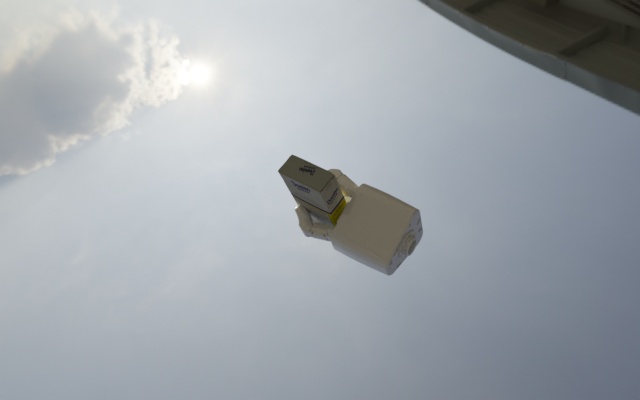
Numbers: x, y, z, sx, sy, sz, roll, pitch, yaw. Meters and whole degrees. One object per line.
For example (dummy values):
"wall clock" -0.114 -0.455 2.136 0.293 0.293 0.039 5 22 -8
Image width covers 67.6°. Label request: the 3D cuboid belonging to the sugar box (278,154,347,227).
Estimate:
"sugar box" 0.001 0.002 0.810 0.093 0.048 0.176 27 -23 30
